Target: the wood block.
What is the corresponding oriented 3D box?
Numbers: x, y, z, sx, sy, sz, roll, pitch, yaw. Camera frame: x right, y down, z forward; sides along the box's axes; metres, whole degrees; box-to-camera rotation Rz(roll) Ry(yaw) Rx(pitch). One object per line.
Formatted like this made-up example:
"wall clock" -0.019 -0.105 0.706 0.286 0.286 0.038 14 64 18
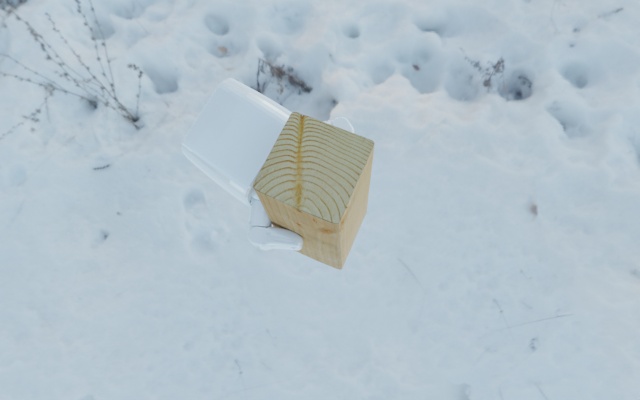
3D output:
"wood block" 0.000 0.002 0.538 0.090 0.090 0.206 23 -16 11
